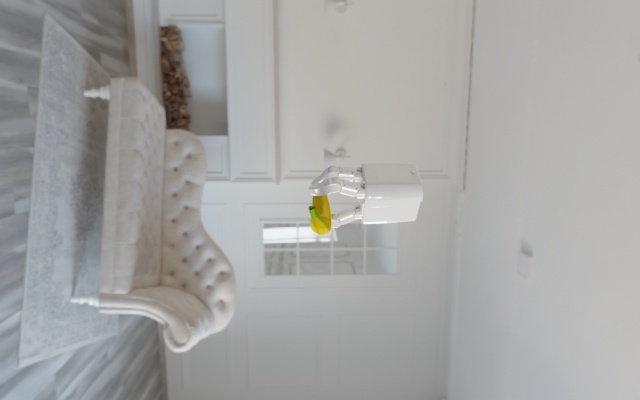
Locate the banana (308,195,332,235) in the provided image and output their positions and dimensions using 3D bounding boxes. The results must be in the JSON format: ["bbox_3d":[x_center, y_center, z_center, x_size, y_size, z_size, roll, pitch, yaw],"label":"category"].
[{"bbox_3d":[0.001,0.022,0.883,0.037,0.069,0.197,-3,12,2],"label":"banana"}]
